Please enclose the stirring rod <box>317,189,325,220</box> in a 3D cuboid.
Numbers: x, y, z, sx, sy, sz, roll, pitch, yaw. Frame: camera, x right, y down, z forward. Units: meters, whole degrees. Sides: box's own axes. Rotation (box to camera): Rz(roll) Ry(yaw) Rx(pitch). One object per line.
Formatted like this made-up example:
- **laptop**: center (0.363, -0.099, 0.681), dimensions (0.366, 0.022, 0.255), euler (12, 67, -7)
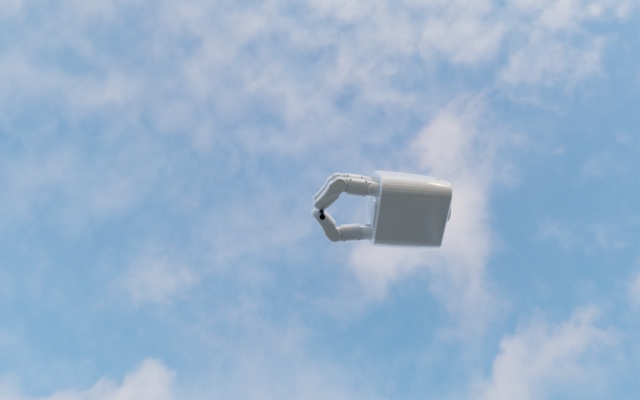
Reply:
- **stirring rod**: center (0.000, 0.003, 0.767), dimensions (0.011, 0.011, 0.239), euler (0, 10, -1)
